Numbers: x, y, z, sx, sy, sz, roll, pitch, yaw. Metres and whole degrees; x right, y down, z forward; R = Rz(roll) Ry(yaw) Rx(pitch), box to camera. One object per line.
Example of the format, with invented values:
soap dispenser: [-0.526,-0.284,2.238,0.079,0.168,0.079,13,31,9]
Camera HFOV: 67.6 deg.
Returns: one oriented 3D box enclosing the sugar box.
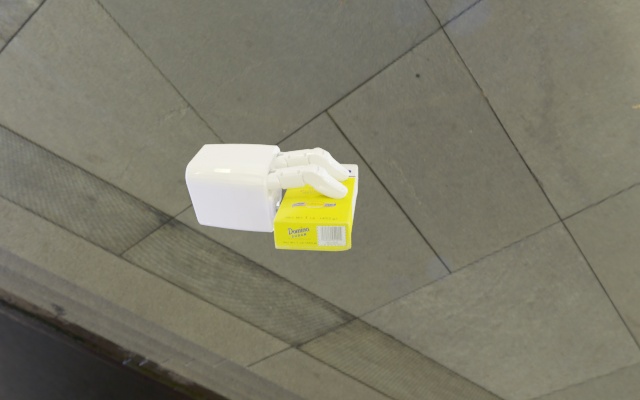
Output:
sugar box: [0.000,0.002,0.643,0.093,0.048,0.176,1,30,7]
